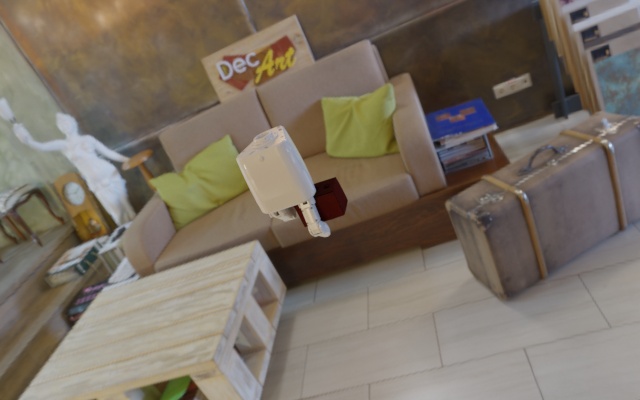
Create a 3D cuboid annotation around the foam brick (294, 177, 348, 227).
[{"bbox_3d":[0.000,0.003,0.820,0.078,0.051,0.053,-18,25,17],"label":"foam brick"}]
